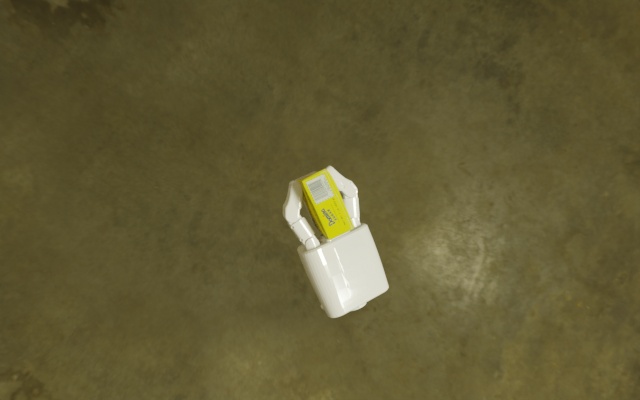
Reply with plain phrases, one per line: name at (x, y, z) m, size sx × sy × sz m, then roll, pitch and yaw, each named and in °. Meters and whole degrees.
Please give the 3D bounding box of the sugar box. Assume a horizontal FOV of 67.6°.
sugar box at (0.000, 0.003, 0.735) m, size 0.048 × 0.093 × 0.176 m, roll -25°, pitch 4°, yaw -7°
